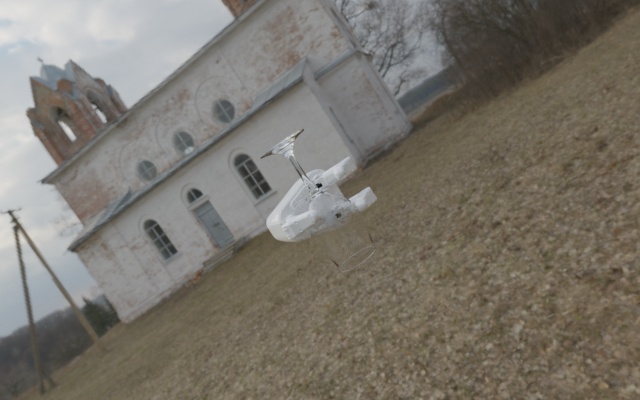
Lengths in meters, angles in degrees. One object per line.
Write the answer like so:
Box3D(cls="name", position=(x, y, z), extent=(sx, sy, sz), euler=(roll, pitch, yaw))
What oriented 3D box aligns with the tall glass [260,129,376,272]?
Box3D(cls="tall glass", position=(0.000, 0.002, 0.681), extent=(0.079, 0.201, 0.079), euler=(-33, 5, 3))
